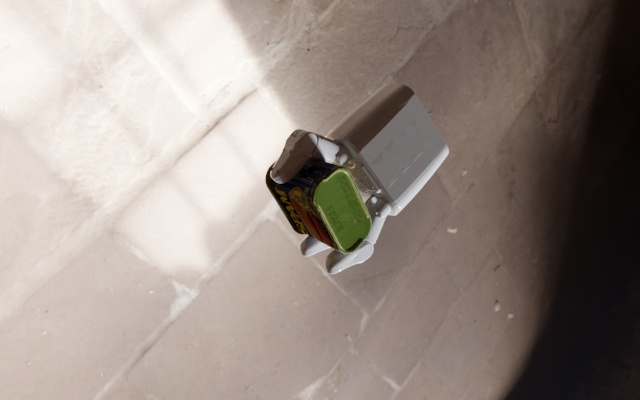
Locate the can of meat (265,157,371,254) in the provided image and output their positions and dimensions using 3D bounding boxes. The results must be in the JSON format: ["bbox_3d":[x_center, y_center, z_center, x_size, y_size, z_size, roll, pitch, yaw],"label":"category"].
[{"bbox_3d":[0.000,0.002,0.511,0.057,0.102,0.084,-43,36,-20],"label":"can of meat"}]
